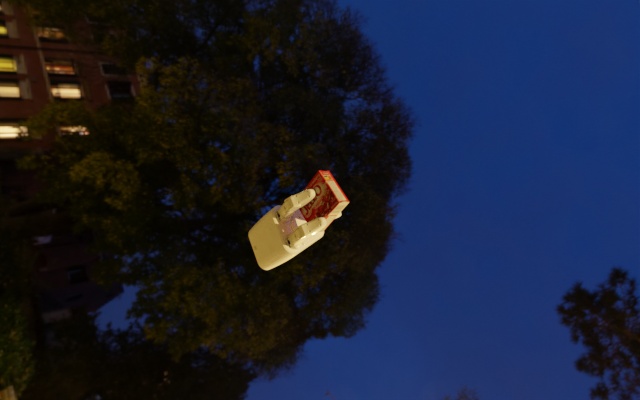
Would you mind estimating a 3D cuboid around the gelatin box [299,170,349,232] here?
[{"bbox_3d":[0.001,0.003,0.843,0.030,0.073,0.089,-4,-36,-45],"label":"gelatin box"}]
